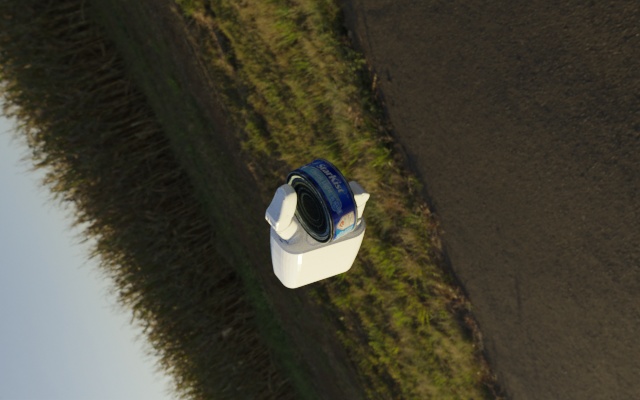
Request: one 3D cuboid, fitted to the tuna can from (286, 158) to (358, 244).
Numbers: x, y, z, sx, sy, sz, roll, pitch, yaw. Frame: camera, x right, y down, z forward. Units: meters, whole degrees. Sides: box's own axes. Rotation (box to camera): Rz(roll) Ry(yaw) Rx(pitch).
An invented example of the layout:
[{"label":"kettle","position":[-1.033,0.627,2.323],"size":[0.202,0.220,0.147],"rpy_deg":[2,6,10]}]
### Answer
[{"label":"tuna can","position":[0.000,0.002,0.500],"size":[0.033,0.086,0.086],"rpy_deg":[-27,12,-25]}]
